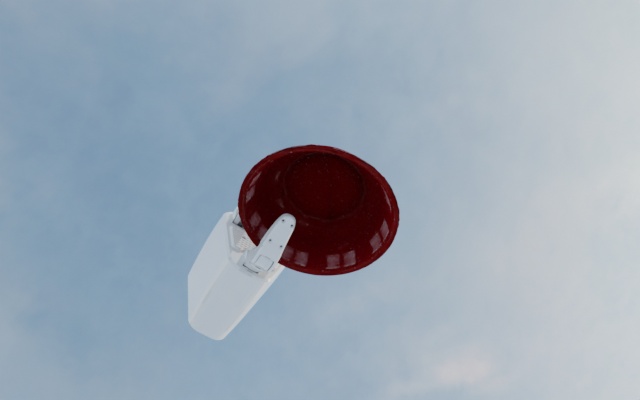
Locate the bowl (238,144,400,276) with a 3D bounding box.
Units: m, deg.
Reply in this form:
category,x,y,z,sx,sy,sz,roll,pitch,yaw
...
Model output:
category,x,y,z,sx,sy,sz,roll,pitch,yaw
bowl,0.001,0.001,0.494,0.162,0.162,0.055,0,36,10
